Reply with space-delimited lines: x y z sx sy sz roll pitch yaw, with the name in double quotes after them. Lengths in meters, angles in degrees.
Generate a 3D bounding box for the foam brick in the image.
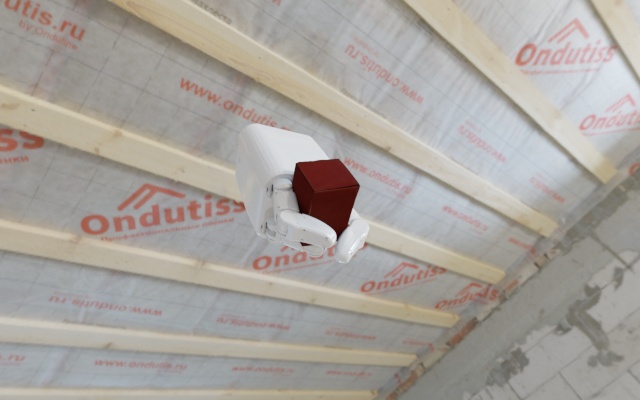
0.000 0.001 0.503 0.053 0.078 0.051 -7 43 -25 "foam brick"
